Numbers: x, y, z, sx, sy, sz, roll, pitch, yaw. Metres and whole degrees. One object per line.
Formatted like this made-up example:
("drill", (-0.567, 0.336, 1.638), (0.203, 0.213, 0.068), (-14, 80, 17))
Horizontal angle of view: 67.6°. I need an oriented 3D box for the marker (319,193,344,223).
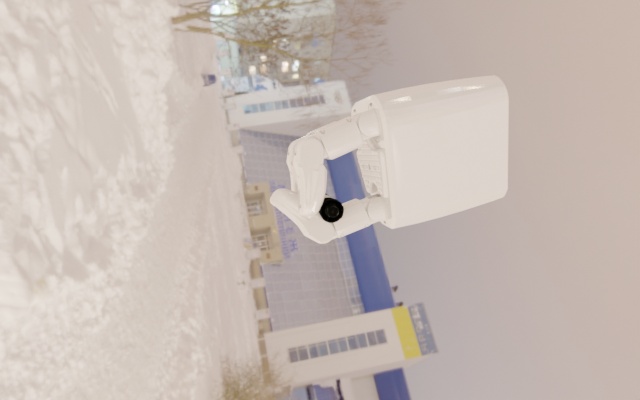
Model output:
("marker", (0.000, 0.001, 0.419), (0.020, 0.020, 0.121), (0, 7, -9))
